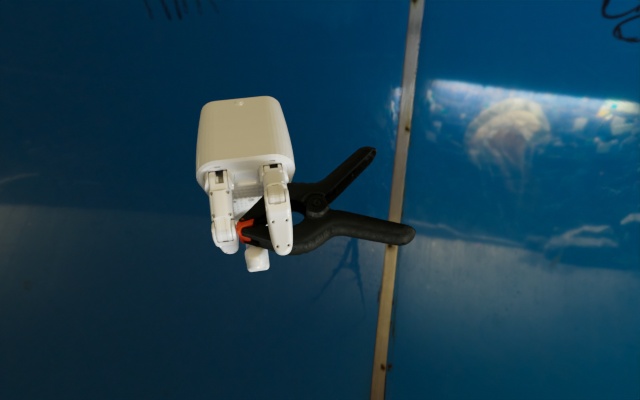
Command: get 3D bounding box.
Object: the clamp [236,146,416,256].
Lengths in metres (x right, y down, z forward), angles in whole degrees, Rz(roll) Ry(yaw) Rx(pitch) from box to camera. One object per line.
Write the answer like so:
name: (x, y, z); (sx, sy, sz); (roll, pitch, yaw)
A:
clamp: (0.000, 0.002, 0.485); (0.171, 0.120, 0.039); (-6, -39, -5)
